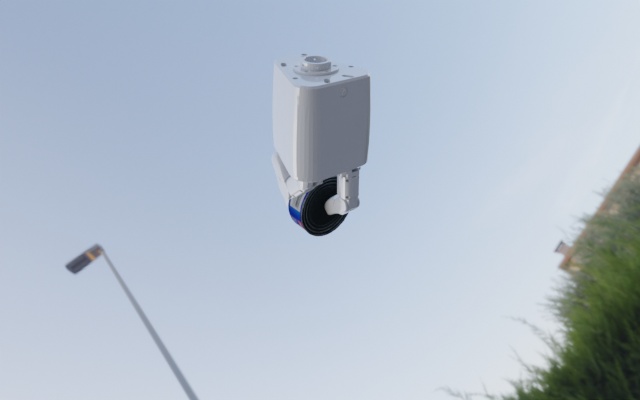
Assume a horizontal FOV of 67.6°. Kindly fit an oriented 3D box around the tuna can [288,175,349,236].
[{"bbox_3d":[0.000,0.002,0.632,0.086,0.086,0.033,0,23,-42],"label":"tuna can"}]
